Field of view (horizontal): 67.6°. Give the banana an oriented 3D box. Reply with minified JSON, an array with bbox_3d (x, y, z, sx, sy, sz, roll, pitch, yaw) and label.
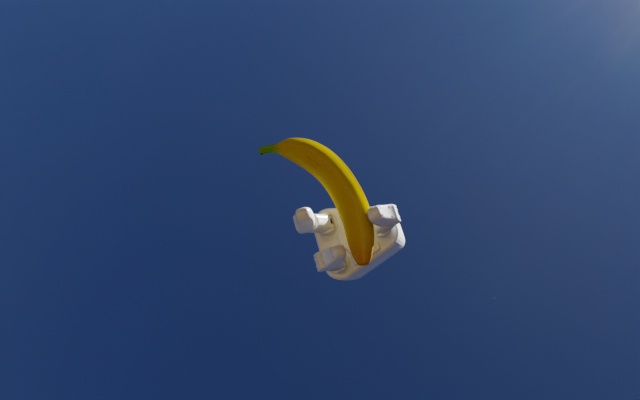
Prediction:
[{"bbox_3d":[0.012,-0.013,0.579,0.069,0.197,0.037,-43,-17,3],"label":"banana"}]
